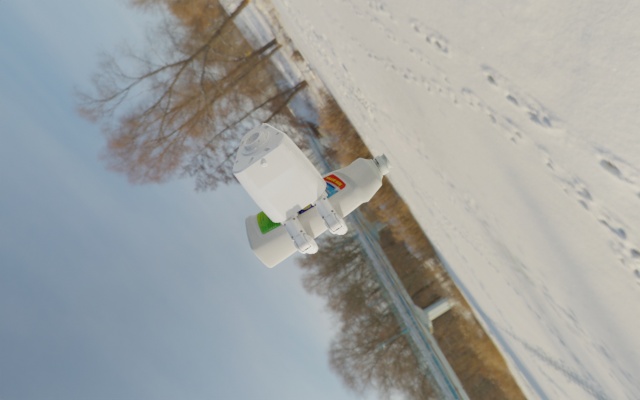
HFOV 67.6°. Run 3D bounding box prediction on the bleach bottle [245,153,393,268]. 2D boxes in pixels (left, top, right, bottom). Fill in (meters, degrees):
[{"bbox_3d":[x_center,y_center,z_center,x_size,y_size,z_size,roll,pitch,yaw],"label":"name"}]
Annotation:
[{"bbox_3d":[0.000,0.003,0.765,0.251,0.068,0.102,-34,33,7],"label":"bleach bottle"}]
